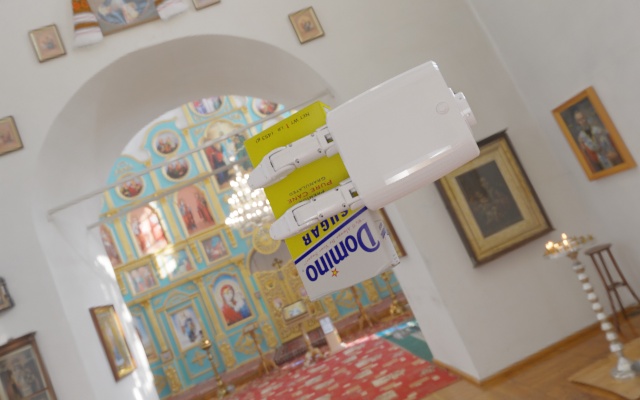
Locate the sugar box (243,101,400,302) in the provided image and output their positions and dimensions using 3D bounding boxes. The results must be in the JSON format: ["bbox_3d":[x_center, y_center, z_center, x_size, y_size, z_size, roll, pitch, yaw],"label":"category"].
[{"bbox_3d":[0.000,0.001,0.477,0.093,0.176,0.048,-27,-9,17],"label":"sugar box"}]
